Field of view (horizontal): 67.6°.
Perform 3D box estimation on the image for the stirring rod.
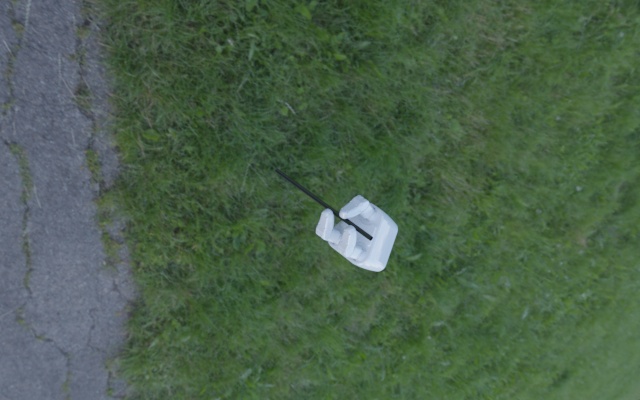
[{"bbox_3d":[0.000,0.003,0.844,0.239,0.011,0.011,36,20,31],"label":"stirring rod"}]
